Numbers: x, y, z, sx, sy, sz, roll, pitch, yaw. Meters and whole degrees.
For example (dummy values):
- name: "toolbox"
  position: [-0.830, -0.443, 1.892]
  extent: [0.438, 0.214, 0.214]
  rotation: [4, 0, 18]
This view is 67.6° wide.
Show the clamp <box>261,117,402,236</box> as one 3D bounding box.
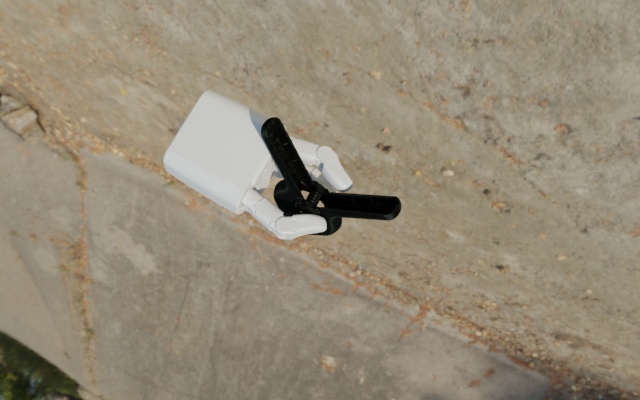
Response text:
- name: "clamp"
  position: [-0.001, 0.003, 0.561]
  extent: [0.164, 0.036, 0.210]
  rotation: [32, -24, 7]
